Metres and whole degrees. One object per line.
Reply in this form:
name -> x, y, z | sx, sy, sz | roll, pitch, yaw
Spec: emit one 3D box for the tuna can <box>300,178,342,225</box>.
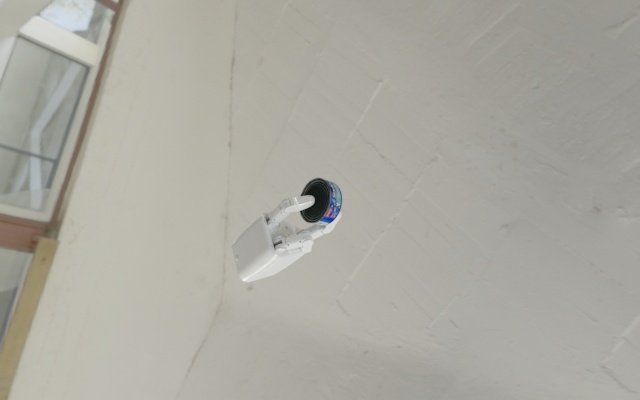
tuna can -> 0.001, 0.003, 0.889 | 0.034, 0.086, 0.086 | 15, -10, -41
